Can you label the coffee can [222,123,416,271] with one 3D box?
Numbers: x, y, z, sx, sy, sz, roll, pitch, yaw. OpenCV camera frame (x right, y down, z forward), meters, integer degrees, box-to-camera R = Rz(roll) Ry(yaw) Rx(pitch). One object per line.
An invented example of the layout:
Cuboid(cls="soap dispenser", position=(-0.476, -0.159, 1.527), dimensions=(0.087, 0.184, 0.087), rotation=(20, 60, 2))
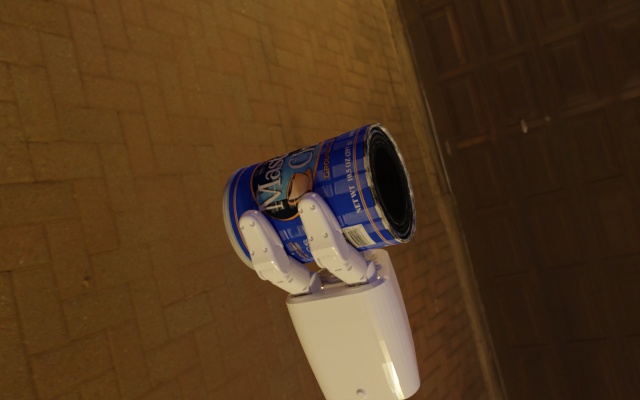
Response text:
Cuboid(cls="coffee can", position=(0.000, 0.001, 0.424), dimensions=(0.140, 0.103, 0.103), rotation=(-16, -7, 26))
